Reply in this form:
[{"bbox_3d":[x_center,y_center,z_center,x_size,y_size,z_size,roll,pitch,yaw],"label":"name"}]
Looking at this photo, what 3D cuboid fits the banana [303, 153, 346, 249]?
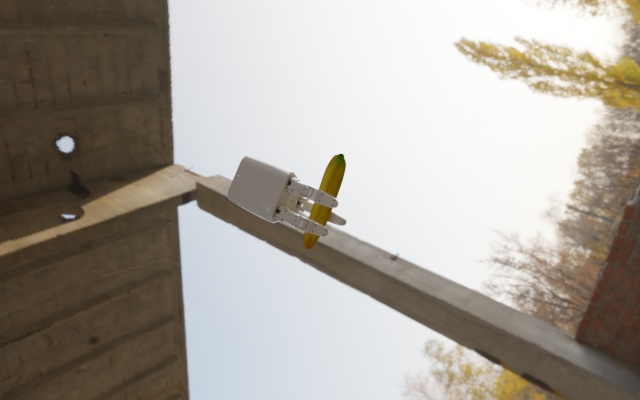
[{"bbox_3d":[0.008,-0.006,0.867,0.037,0.198,0.069,24,25,13],"label":"banana"}]
